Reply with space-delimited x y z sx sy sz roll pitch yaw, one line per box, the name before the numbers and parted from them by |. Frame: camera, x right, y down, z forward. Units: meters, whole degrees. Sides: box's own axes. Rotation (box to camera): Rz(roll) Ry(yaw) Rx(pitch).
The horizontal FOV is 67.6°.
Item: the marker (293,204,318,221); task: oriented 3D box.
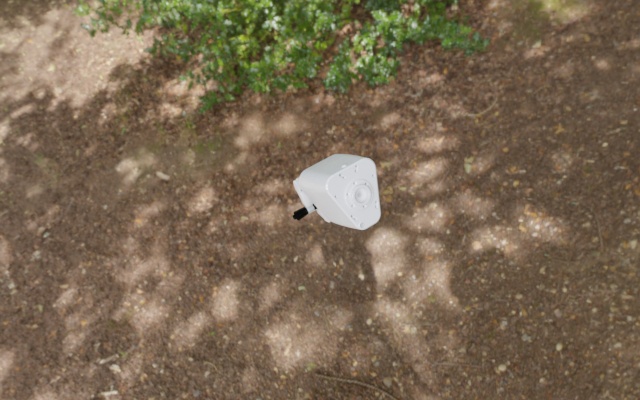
marker | 0.000 0.003 0.899 0.121 0.020 0.020 -30 10 -18
